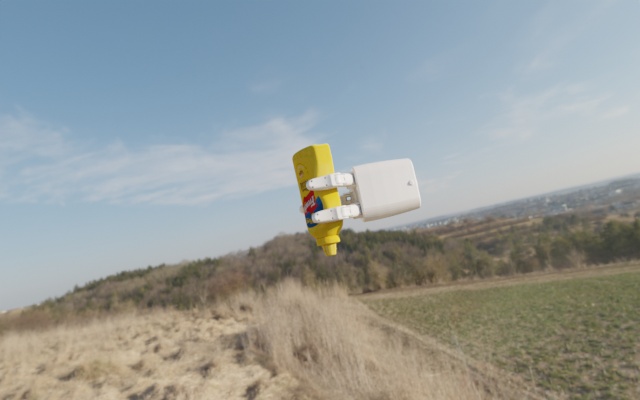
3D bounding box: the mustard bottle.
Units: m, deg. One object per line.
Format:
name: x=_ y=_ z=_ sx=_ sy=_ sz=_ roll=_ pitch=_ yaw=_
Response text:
mustard bottle: x=0.000 y=0.003 z=0.845 sx=0.058 sy=0.191 sz=0.096 roll=-9 pitch=-6 yaw=-29
